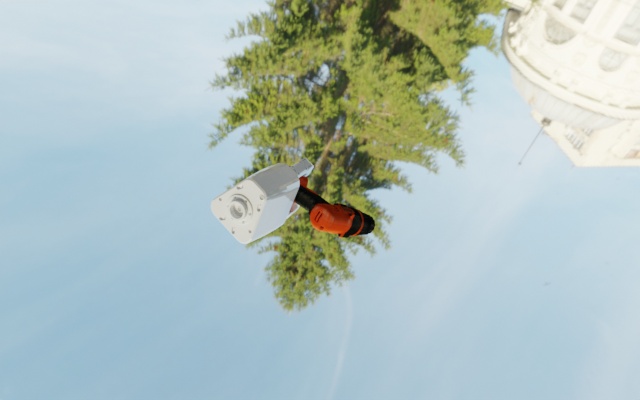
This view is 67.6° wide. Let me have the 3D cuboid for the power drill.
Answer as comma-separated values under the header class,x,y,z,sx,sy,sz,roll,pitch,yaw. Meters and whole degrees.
class,x,y,z,sx,sy,sz,roll,pitch,yaw
power drill,0.000,0.003,0.890,0.187,0.057,0.184,34,10,32
